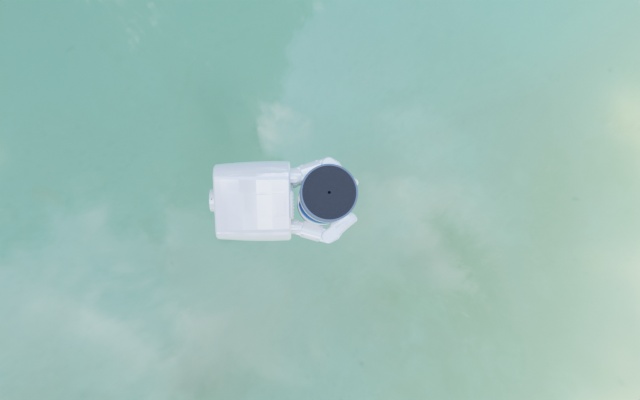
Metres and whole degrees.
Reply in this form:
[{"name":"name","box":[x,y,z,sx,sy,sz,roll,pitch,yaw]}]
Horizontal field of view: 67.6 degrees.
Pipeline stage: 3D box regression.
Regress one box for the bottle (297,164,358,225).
[{"name":"bottle","box":[0.000,0.002,0.686,0.069,0.069,0.296,0,-4,-4]}]
